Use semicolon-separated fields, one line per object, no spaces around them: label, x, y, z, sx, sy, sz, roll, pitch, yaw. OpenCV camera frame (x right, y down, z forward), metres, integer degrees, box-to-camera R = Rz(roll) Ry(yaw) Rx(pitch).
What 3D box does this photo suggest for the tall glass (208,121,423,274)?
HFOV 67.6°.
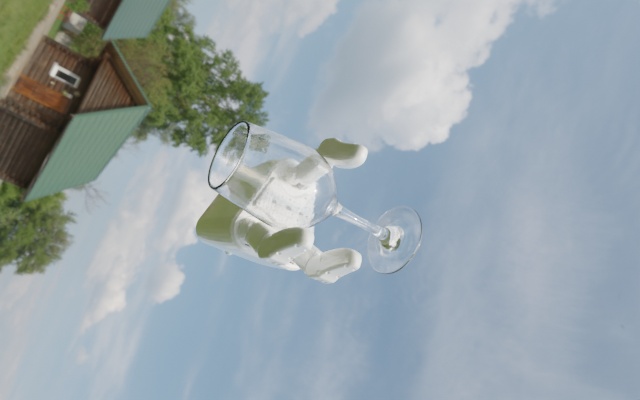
tall glass;0.001;0.002;0.438;0.201;0.079;0.079;27;-15;-32
